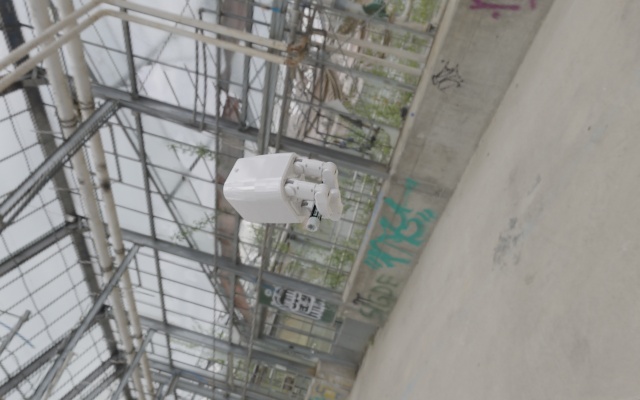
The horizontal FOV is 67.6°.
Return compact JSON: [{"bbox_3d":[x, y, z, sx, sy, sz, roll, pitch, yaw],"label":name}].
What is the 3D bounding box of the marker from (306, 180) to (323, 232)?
[{"bbox_3d":[0.000,0.003,0.787,0.020,0.020,0.121,0,42,17],"label":"marker"}]
